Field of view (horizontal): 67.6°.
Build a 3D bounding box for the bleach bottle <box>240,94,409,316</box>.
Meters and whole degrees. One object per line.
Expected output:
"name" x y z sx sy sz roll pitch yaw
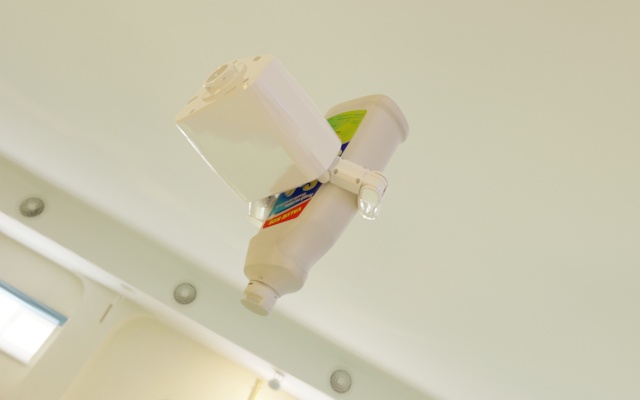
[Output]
"bleach bottle" 0.000 0.002 0.482 0.102 0.250 0.068 -5 -44 44
